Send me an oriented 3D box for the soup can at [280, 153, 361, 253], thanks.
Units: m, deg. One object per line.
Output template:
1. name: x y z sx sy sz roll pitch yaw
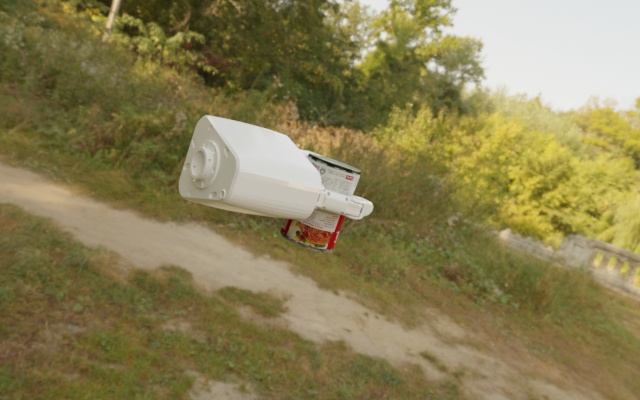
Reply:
1. soup can: 0.001 0.002 0.570 0.068 0.102 0.068 19 9 -3
